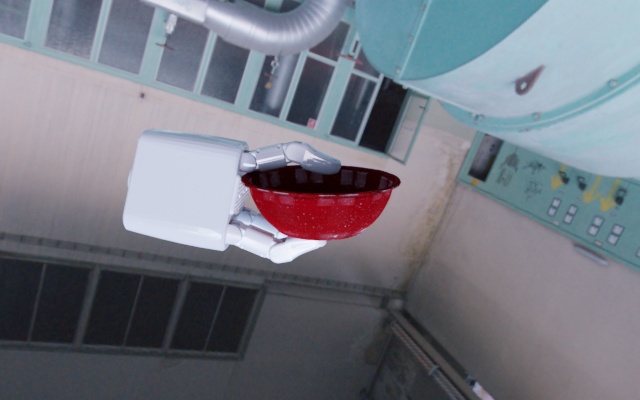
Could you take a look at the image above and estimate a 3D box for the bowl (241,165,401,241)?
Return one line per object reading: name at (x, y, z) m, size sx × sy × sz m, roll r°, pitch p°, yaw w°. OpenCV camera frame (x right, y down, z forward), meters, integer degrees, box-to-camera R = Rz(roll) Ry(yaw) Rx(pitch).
bowl at (0.001, 0.002, 0.491) m, size 0.162 × 0.055 × 0.162 m, roll 0°, pitch 13°, yaw 0°
